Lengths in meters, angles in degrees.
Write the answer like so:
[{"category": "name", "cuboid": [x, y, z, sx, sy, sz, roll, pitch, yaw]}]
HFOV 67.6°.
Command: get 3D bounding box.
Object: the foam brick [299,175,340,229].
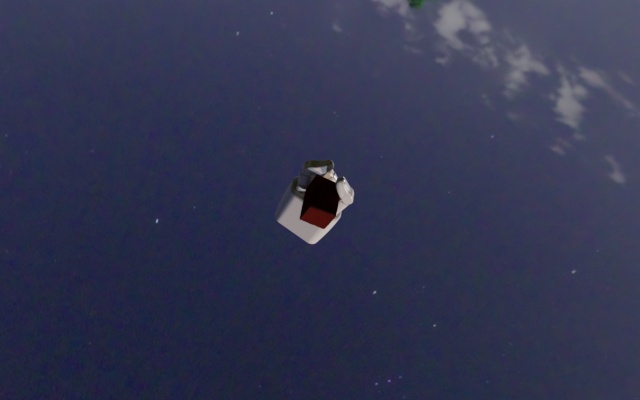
[{"category": "foam brick", "cuboid": [0.000, 0.003, 0.874, 0.053, 0.078, 0.051, 24, -41, -15]}]
